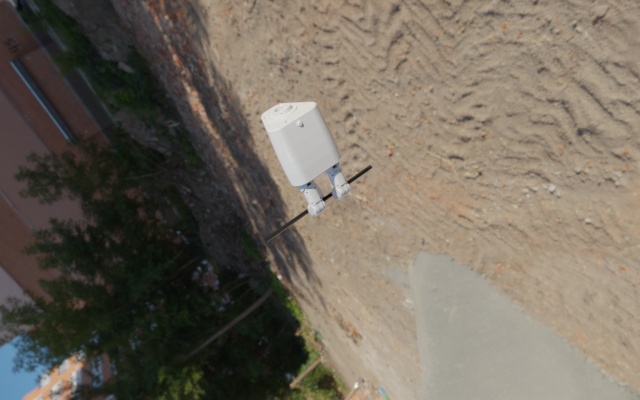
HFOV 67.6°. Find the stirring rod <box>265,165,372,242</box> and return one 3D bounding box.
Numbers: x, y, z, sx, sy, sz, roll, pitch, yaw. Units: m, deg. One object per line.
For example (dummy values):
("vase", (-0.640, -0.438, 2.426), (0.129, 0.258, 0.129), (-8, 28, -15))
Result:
("stirring rod", (0.000, 0.003, 0.862), (0.239, 0.011, 0.011), (-35, 11, -16))
